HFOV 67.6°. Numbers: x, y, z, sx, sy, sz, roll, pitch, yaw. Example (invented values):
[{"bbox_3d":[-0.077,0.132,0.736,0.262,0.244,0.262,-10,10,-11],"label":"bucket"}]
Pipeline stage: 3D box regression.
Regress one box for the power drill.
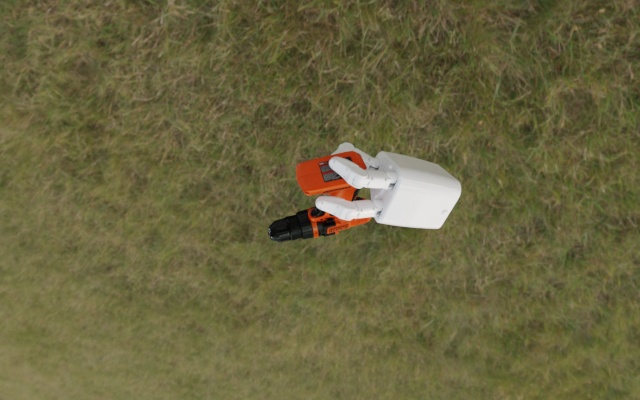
[{"bbox_3d":[0.000,0.002,0.772,0.184,0.057,0.188,-15,-26,-9],"label":"power drill"}]
